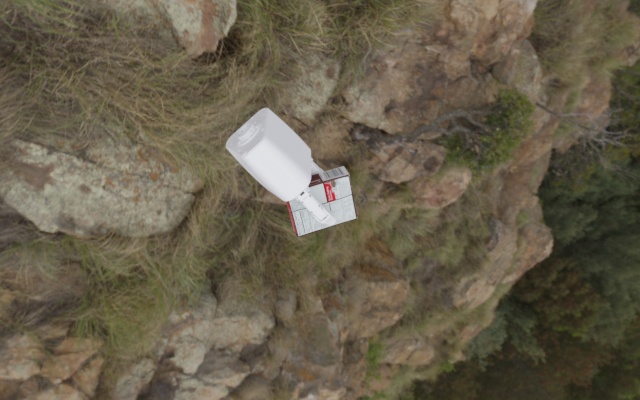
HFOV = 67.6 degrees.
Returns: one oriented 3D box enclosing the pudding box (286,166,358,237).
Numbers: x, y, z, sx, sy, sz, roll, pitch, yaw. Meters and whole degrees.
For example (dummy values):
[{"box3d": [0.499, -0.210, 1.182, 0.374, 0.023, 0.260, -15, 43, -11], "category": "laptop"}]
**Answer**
[{"box3d": [0.000, 0.003, 0.804, 0.113, 0.090, 0.039, -16, 31, -6], "category": "pudding box"}]
